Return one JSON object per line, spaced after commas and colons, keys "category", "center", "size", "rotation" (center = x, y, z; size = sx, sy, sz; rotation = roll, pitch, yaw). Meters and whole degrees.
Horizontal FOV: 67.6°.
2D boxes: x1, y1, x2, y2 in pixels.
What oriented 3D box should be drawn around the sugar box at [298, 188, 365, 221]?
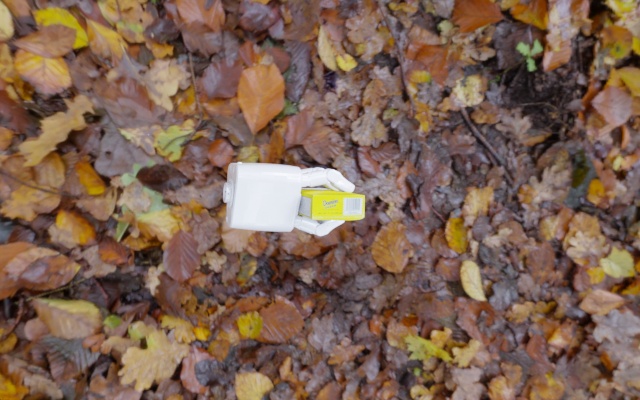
{"category": "sugar box", "center": [0.000, 0.002, 0.838], "size": [0.093, 0.048, 0.176], "rotation": [1, 7, -20]}
